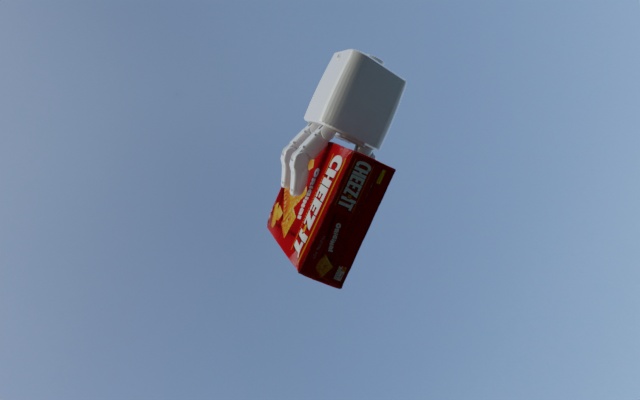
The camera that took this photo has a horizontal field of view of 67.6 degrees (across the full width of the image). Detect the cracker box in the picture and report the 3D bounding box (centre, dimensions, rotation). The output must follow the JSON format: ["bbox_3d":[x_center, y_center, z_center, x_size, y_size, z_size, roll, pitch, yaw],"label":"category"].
[{"bbox_3d":[0.000,0.002,0.666,0.072,0.164,0.213,22,5,-20],"label":"cracker box"}]
